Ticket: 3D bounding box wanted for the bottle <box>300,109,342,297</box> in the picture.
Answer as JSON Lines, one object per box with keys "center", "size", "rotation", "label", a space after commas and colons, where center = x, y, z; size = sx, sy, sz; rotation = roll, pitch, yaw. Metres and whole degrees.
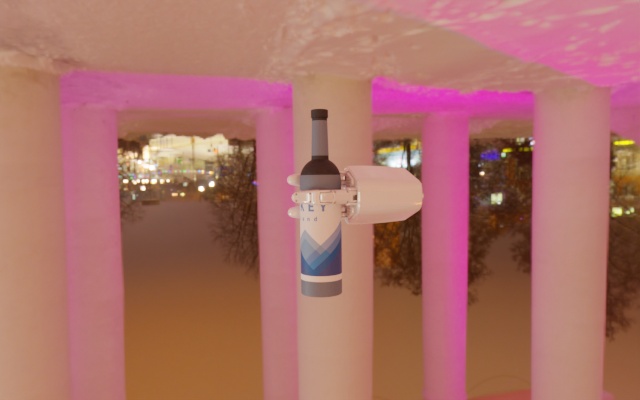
{"center": [0.000, 0.003, 0.768], "size": [0.069, 0.296, 0.069], "rotation": [-1, 3, 0], "label": "bottle"}
